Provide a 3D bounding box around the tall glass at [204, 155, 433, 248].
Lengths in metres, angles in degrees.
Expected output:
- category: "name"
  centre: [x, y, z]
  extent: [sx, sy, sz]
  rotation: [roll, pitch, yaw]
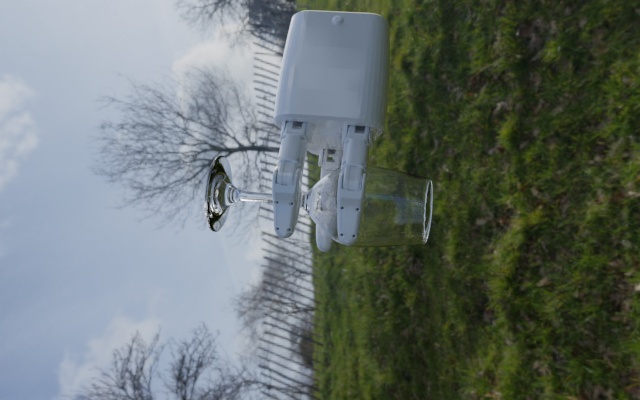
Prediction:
- category: "tall glass"
  centre: [-0.001, 0.002, 0.449]
  extent: [0.201, 0.079, 0.079]
  rotation: [5, 0, 6]
